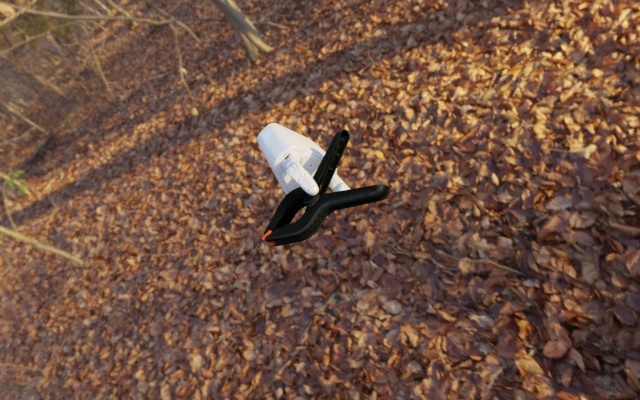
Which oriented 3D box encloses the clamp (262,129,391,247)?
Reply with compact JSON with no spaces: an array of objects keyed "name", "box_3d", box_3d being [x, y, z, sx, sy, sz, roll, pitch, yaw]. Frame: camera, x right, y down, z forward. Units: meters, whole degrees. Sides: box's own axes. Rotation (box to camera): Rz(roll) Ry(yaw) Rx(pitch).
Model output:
[{"name":"clamp","box_3d":[-0.001,0.002,0.713,0.036,0.210,0.164,40,8,-41]}]
